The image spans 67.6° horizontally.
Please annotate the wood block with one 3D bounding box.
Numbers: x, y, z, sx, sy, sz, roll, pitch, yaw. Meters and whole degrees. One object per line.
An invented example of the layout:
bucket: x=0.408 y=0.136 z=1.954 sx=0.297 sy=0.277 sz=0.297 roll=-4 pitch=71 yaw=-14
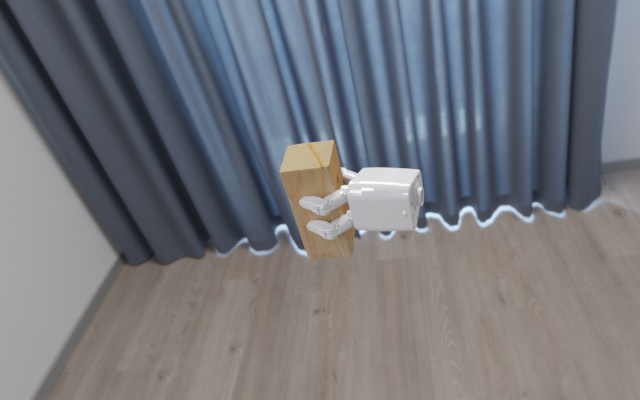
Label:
wood block: x=0.001 y=0.003 z=0.887 sx=0.090 sy=0.206 sz=0.090 roll=-6 pitch=36 yaw=14
